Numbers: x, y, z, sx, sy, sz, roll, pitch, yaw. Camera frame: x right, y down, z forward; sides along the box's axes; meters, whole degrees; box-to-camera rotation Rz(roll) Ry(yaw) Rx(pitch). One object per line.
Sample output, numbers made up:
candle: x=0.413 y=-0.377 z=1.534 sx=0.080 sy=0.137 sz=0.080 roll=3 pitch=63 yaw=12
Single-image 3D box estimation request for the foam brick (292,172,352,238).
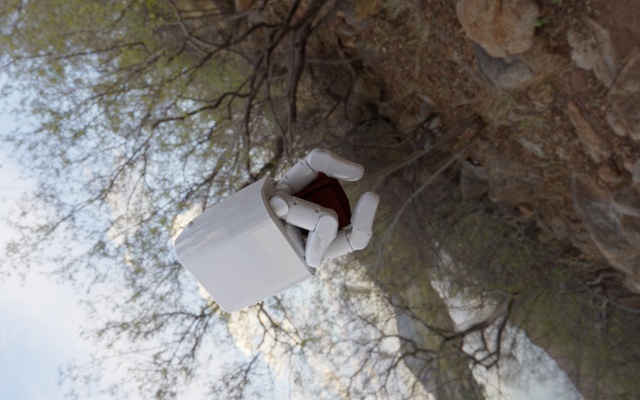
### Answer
foam brick: x=0.000 y=0.002 z=0.528 sx=0.051 sy=0.053 sz=0.078 roll=-27 pitch=15 yaw=8
